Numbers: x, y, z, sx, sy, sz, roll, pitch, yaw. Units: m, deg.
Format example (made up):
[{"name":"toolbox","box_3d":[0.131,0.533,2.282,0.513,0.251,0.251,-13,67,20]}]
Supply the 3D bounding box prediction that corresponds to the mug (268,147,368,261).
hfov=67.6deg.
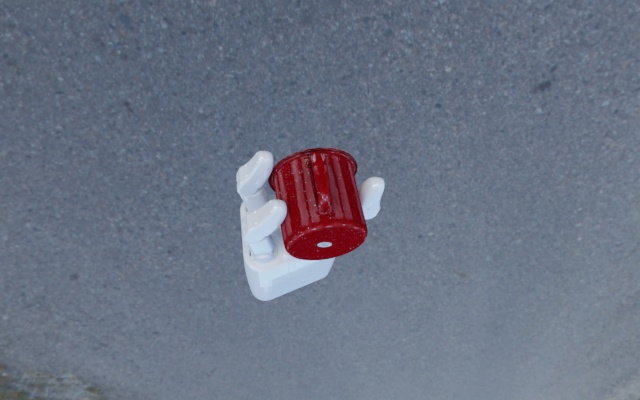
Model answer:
[{"name":"mug","box_3d":[0.000,0.001,0.460,0.093,0.081,0.117,-7,-29,-8]}]
